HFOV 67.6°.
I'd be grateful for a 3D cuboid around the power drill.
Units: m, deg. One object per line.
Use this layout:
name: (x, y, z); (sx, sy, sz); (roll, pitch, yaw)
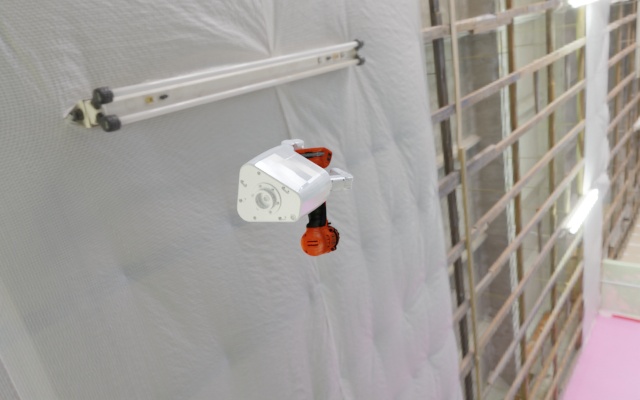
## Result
power drill: (0.000, 0.002, 0.858); (0.057, 0.187, 0.184); (-6, -1, 9)
